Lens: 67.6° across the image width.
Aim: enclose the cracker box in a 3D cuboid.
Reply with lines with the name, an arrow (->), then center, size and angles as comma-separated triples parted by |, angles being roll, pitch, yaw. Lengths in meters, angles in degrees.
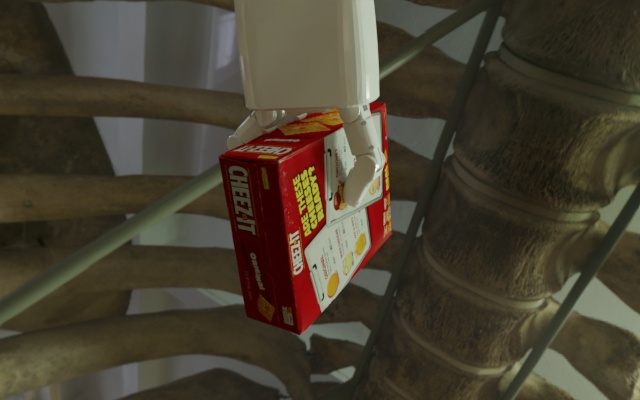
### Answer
cracker box -> 0.000, 0.002, 0.485 | 0.072, 0.164, 0.213 | 8, 26, 30
